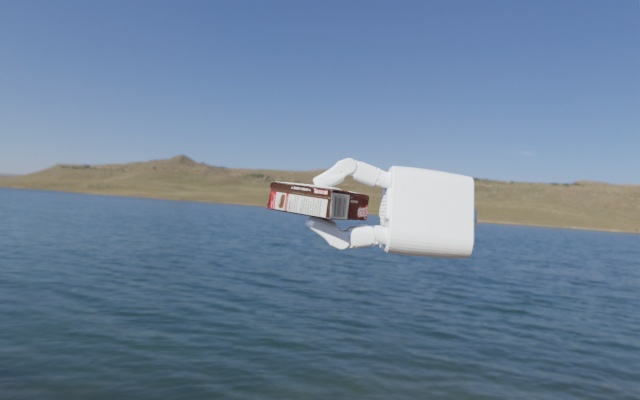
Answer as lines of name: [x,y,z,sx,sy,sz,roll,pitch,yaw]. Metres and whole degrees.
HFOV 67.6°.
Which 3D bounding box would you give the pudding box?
pudding box: [0.000,0.002,0.612,0.090,0.039,0.113,7,-1,28]
